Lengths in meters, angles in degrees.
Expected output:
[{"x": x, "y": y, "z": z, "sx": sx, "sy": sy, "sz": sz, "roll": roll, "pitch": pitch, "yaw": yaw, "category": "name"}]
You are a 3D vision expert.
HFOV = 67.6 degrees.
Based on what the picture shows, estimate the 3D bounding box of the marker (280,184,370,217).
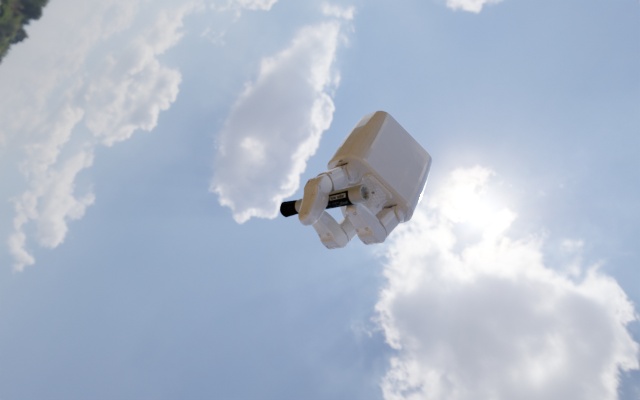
[{"x": 0.000, "y": 0.002, "z": 0.521, "sx": 0.121, "sy": 0.020, "sz": 0.020, "roll": -12, "pitch": -8, "yaw": 40, "category": "marker"}]
